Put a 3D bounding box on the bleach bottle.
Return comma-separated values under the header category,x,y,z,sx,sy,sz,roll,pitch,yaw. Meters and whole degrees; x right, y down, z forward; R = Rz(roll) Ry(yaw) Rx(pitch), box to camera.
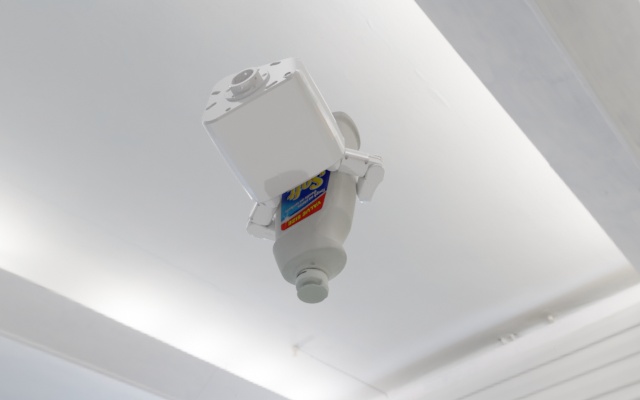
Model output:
category,x,y,z,sx,sy,sz,roll,pitch,yaw
bleach bottle,0.000,0.002,0.531,0.102,0.068,0.250,-19,38,16
